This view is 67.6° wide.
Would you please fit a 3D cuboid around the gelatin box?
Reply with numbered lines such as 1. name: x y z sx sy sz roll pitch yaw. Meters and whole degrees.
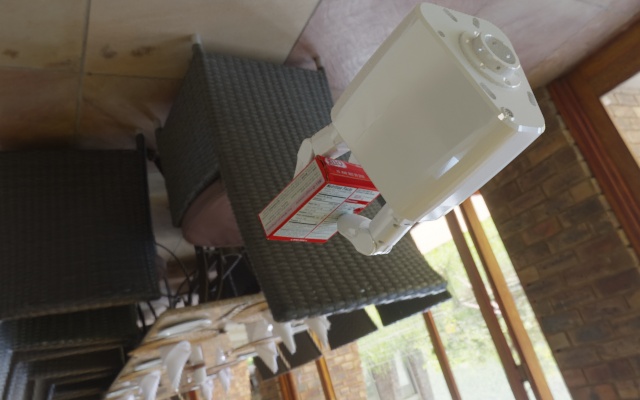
1. gelatin box: 0.000 0.002 0.422 0.073 0.030 0.089 8 -42 -45
